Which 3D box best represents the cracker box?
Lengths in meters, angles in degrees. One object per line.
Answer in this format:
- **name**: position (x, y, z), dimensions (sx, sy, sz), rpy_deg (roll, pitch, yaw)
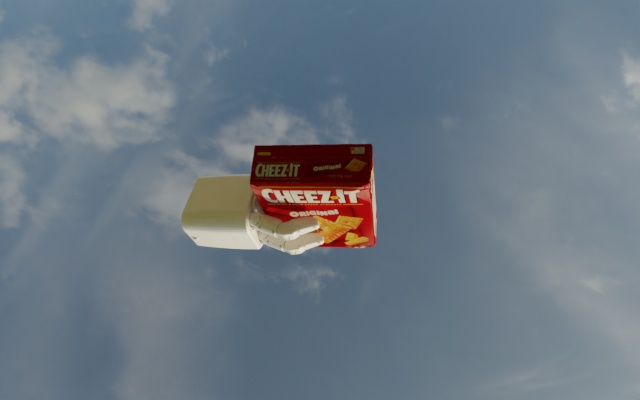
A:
- **cracker box**: position (0.000, 0.002, 0.722), dimensions (0.164, 0.072, 0.214), rpy_deg (0, -28, 9)
